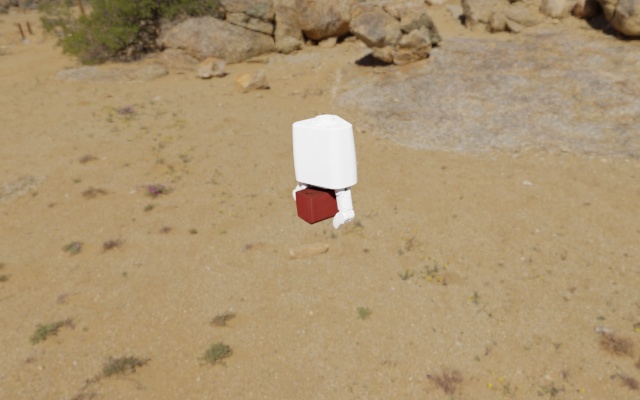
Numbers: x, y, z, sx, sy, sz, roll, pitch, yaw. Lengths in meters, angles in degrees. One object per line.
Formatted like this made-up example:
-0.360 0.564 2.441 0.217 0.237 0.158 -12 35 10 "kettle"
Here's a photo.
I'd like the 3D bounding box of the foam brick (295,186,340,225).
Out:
0.000 0.003 0.868 0.078 0.051 0.053 -18 25 -29 "foam brick"
